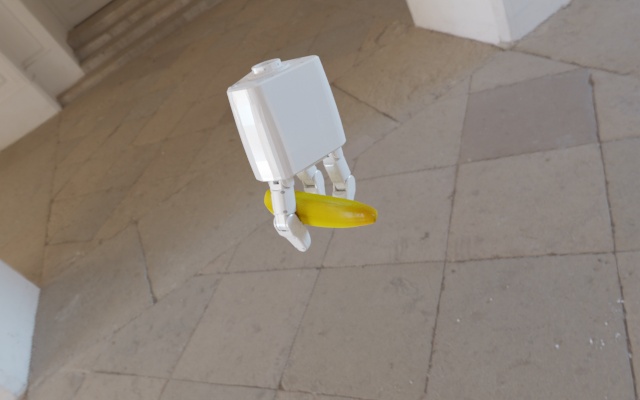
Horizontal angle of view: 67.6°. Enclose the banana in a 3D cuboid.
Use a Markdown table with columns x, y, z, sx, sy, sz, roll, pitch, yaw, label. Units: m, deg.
| x | y | z | sx | sy | sz | roll | pitch | yaw | label |
| --- | --- | --- | --- | --- | --- | --- | --- | --- | --- |
| -0.017 | 0.005 | 0.580 | 0.069 | 0.037 | 0.198 | -12 | 14 | -32 | banana |
